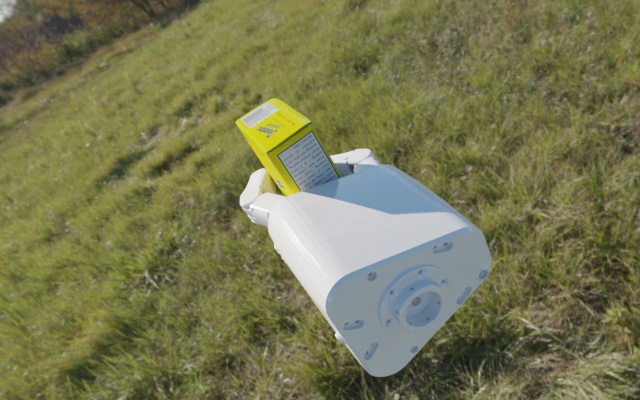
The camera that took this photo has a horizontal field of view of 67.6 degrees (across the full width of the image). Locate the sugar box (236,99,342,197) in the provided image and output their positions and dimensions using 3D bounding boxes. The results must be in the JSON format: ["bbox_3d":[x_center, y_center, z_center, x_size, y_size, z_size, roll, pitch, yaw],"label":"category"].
[{"bbox_3d":[0.000,0.002,0.413,0.048,0.176,0.093,-34,32,-7],"label":"sugar box"}]
